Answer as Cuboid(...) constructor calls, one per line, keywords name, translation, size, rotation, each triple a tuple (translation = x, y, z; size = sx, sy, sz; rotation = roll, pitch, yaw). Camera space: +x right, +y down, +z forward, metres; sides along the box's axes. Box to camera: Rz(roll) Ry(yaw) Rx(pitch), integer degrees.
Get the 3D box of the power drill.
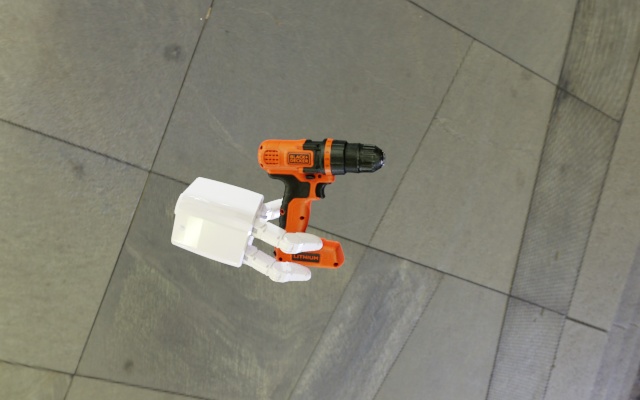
Cuboid(name="power drill", translation=(0.000, 0.003, 0.705), size=(0.184, 0.188, 0.057), rotation=(4, 12, 13))
